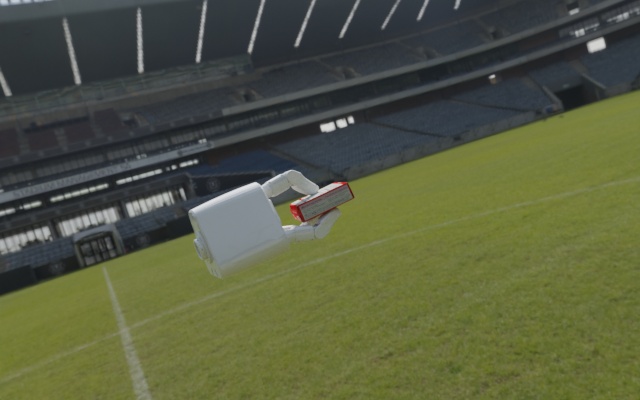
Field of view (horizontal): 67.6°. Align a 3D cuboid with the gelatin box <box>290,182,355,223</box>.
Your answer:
[{"bbox_3d":[0.000,0.002,0.741,0.089,0.030,0.073,-26,7,-10],"label":"gelatin box"}]
